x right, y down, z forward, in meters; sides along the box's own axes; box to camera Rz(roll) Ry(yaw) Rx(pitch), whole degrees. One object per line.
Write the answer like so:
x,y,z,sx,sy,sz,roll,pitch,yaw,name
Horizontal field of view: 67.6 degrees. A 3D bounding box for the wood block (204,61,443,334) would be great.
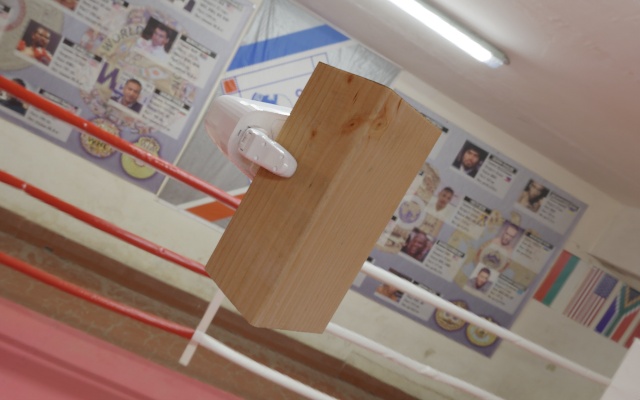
0.000,0.001,0.412,0.091,0.206,0.090,23,9,-46,wood block
